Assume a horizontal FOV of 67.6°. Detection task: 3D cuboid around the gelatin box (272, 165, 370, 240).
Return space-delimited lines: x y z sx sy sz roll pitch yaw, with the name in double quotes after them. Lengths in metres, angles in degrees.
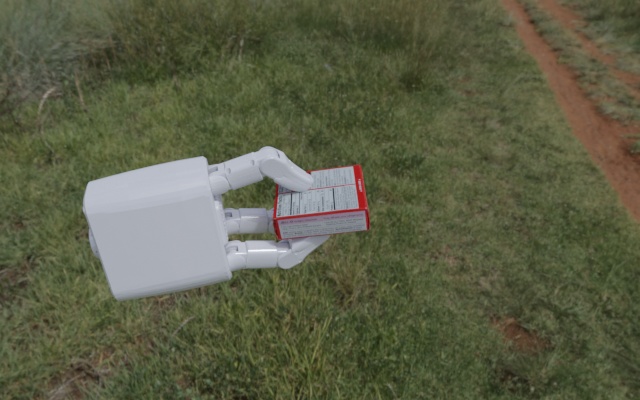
0.000 0.001 0.464 0.089 0.030 0.073 -7 37 4 "gelatin box"
